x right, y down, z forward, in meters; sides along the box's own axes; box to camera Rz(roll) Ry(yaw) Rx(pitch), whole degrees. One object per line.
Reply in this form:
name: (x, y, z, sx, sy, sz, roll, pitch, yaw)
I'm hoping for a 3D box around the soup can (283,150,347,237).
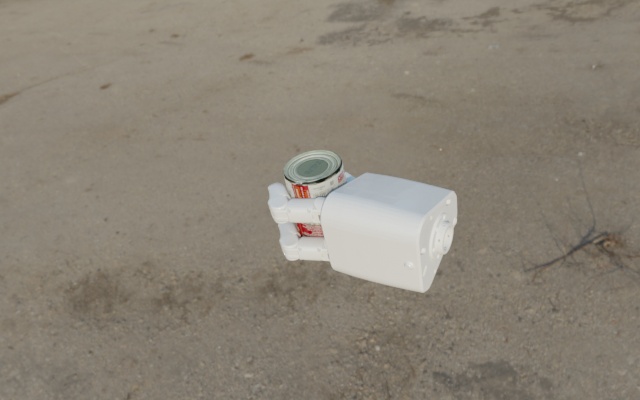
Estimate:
soup can: (0.000, 0.001, 0.551, 0.068, 0.102, 0.068, -9, 35, 6)
